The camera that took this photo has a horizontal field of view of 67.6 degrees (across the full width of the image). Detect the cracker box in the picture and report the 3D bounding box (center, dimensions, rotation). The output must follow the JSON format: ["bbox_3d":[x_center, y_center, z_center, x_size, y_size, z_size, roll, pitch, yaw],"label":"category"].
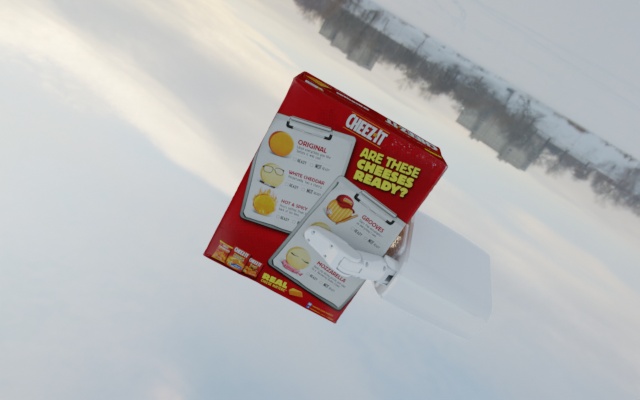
[{"bbox_3d":[0.000,0.002,0.497,0.164,0.214,0.072,29,22,-6],"label":"cracker box"}]
